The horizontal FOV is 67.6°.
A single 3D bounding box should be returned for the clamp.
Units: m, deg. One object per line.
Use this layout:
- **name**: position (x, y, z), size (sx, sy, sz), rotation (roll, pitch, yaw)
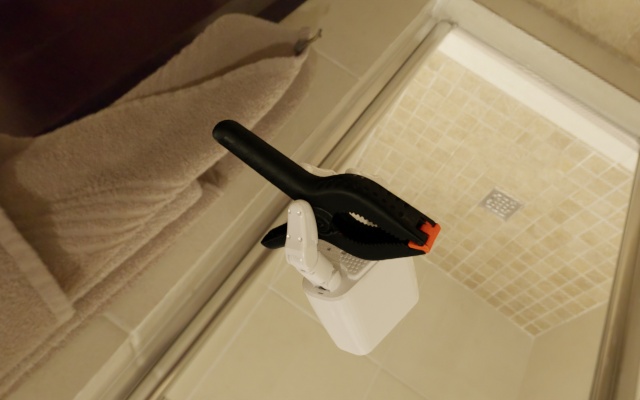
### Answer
- **clamp**: position (0.000, 0.002, 0.427), size (0.210, 0.165, 0.036), rotation (9, 49, 34)
